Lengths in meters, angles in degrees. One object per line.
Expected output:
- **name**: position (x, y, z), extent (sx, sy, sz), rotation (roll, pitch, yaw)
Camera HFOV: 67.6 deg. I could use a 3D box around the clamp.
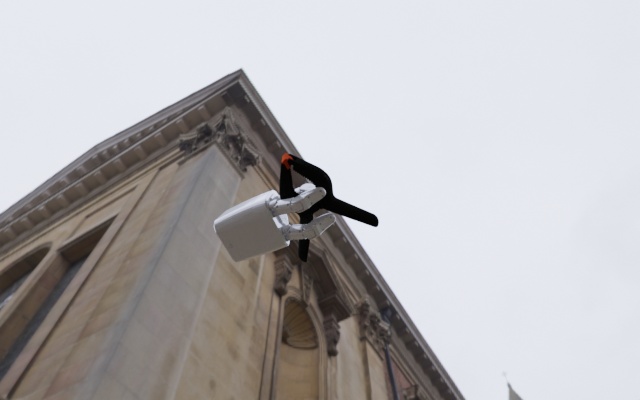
- **clamp**: position (0.000, 0.002, 0.846), extent (0.164, 0.210, 0.036), rotation (-22, 27, 7)
